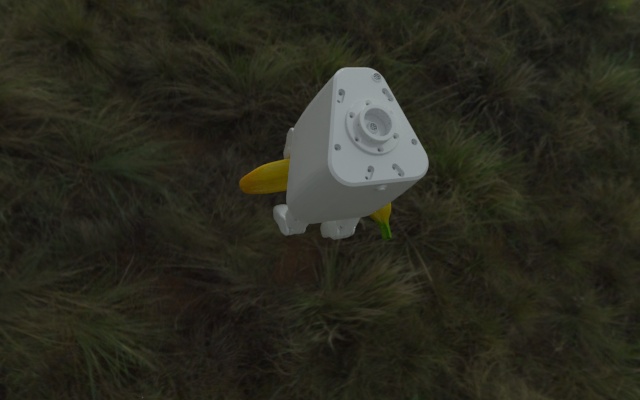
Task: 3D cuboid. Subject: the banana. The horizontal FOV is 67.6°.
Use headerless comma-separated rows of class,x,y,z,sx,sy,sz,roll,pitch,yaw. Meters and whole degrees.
banana,0.007,-0.014,0.558,0.198,0.069,0.037,19,-19,-16
